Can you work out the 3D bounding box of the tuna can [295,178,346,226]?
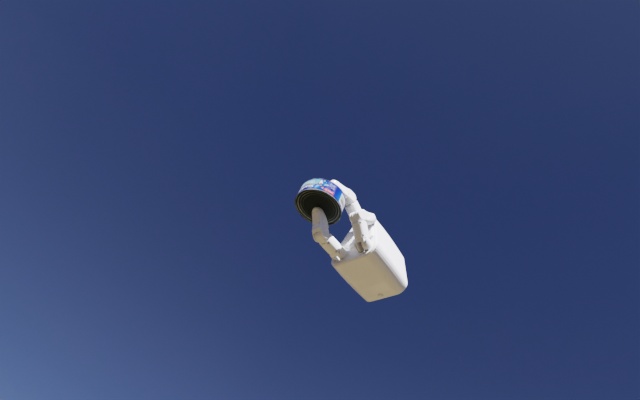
[{"bbox_3d":[0.000,0.002,0.840,0.086,0.086,0.033,0,41,24],"label":"tuna can"}]
